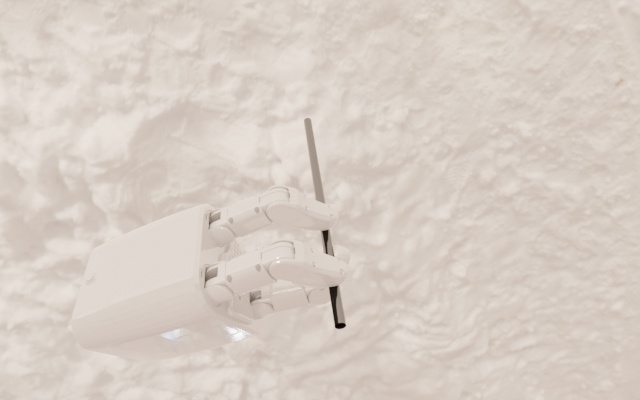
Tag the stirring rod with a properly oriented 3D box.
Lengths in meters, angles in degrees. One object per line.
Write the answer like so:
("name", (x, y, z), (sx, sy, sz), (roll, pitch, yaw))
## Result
("stirring rod", (0.000, 0.001, 0.408), (0.011, 0.011, 0.239), (0, 44, -9))
